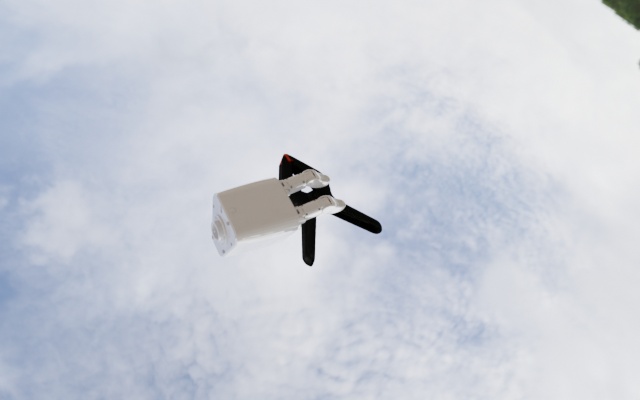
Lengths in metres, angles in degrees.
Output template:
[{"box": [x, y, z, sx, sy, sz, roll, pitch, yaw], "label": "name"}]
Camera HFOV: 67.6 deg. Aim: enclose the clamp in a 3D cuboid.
[{"box": [-0.001, 0.003, 0.816, 0.164, 0.210, 0.036, -14, -30, -33], "label": "clamp"}]
